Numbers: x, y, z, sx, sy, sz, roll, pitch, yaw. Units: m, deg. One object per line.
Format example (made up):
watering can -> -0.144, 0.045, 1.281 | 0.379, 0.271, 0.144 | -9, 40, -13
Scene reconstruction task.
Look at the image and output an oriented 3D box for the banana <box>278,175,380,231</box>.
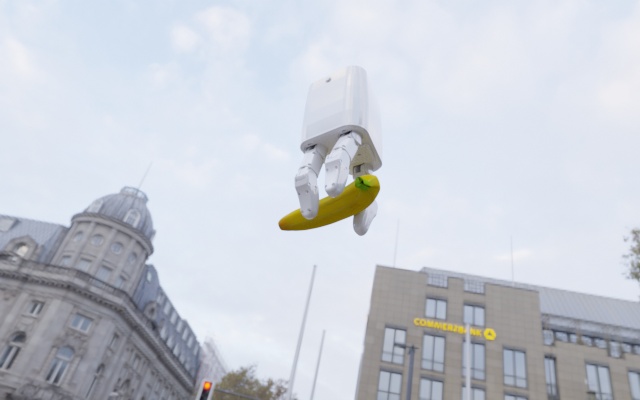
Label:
banana -> 0.018, 0.003, 0.620 | 0.069, 0.037, 0.198 | 9, -24, -31
